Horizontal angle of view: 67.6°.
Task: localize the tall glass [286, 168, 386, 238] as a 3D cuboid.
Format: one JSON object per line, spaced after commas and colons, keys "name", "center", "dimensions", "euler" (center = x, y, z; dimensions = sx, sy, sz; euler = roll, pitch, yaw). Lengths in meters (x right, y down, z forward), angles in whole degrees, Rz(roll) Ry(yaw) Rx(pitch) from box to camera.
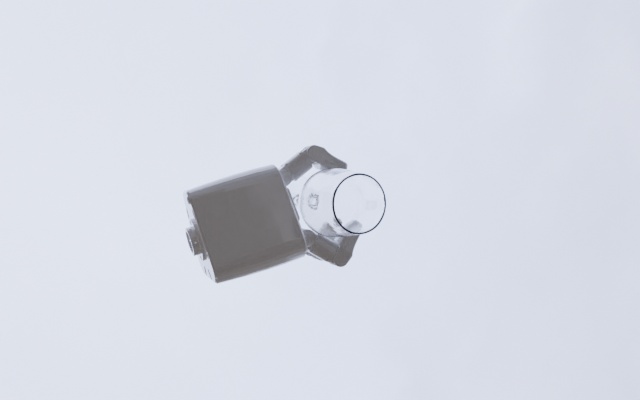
{"name": "tall glass", "center": [0.000, 0.002, 0.570], "dimensions": [0.079, 0.079, 0.201], "euler": [0, 1, -24]}
